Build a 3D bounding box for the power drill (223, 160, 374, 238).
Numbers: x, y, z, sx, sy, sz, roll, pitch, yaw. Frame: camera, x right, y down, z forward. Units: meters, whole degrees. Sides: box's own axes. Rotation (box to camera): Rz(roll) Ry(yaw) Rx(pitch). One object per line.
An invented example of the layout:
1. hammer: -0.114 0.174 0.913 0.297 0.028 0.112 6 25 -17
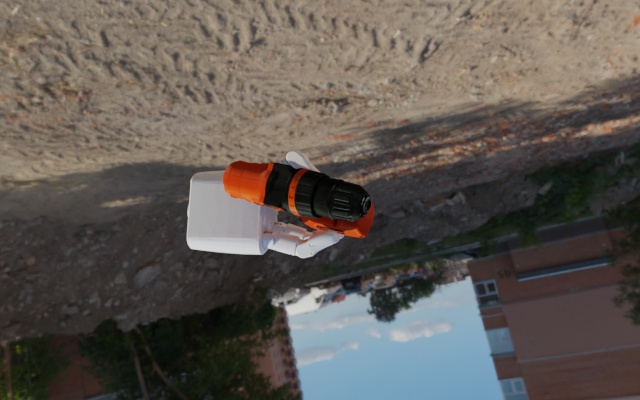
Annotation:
1. power drill: 0.000 0.002 0.590 0.184 0.057 0.188 14 -7 28
